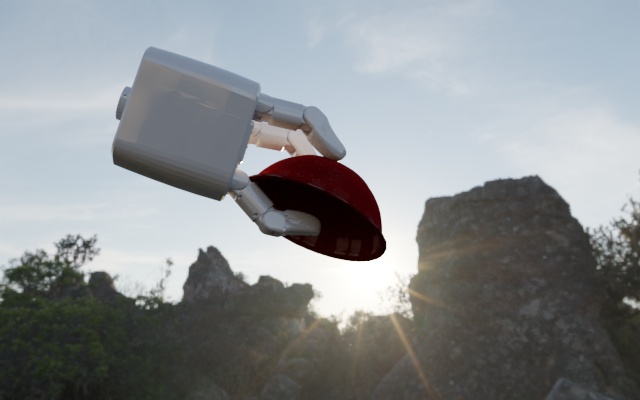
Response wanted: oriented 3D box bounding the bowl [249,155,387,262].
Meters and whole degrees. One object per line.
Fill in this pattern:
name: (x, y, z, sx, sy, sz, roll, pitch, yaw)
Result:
bowl: (0.001, 0.002, 0.496, 0.162, 0.055, 0.162, 21, -25, 10)
